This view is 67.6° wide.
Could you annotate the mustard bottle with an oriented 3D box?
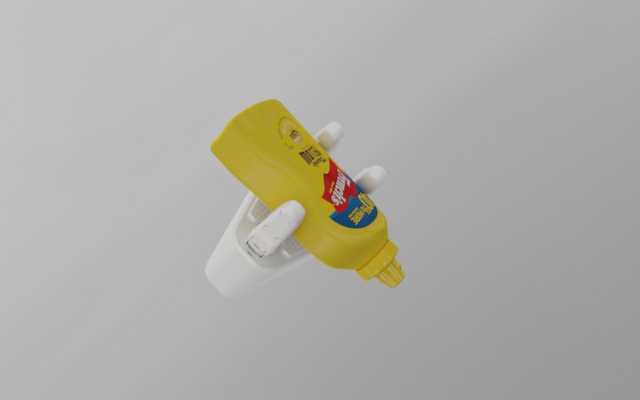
[{"bbox_3d":[0.000,0.001,0.409,0.058,0.191,0.096,-43,1,27],"label":"mustard bottle"}]
